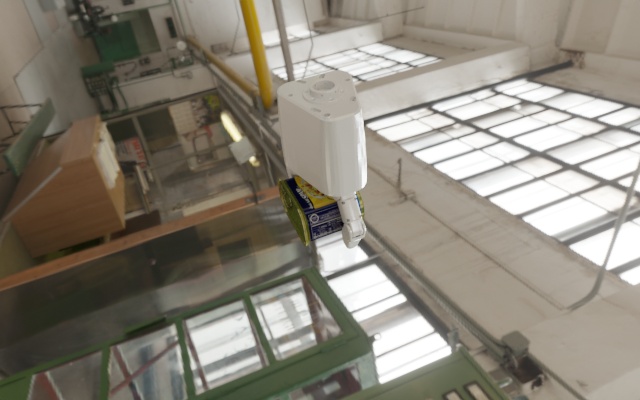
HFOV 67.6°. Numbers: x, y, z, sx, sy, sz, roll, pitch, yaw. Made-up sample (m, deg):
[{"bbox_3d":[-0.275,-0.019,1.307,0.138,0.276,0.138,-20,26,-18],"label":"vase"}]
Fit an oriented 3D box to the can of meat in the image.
[{"bbox_3d":[0.000,0.002,0.630,0.084,0.057,0.102,-19,39,-13],"label":"can of meat"}]
